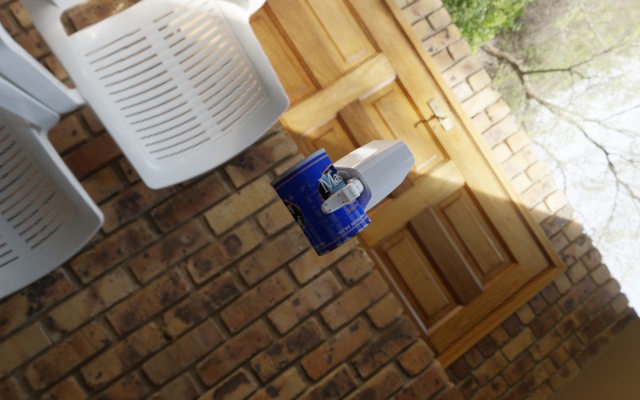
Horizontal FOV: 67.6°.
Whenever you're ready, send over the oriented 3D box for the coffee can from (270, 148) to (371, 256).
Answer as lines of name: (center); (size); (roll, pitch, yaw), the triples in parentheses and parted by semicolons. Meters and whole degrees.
coffee can: (0.000, 0.002, 0.763); (0.103, 0.140, 0.103); (-34, 2, 2)
